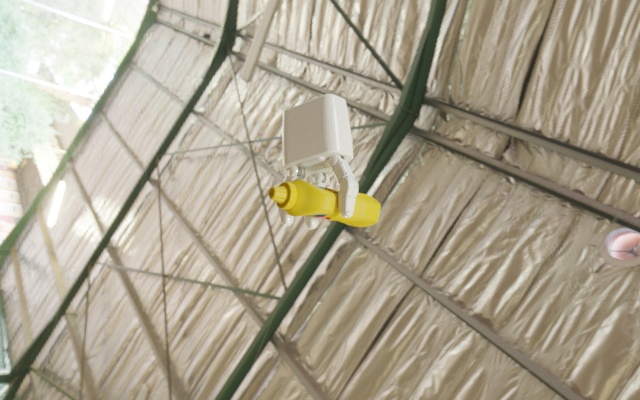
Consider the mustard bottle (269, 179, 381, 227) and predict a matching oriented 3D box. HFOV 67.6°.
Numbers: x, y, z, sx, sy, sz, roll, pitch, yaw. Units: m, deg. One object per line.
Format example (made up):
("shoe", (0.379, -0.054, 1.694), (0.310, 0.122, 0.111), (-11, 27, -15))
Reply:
("mustard bottle", (0.000, 0.003, 0.764), (0.191, 0.058, 0.096), (12, 0, -40))
